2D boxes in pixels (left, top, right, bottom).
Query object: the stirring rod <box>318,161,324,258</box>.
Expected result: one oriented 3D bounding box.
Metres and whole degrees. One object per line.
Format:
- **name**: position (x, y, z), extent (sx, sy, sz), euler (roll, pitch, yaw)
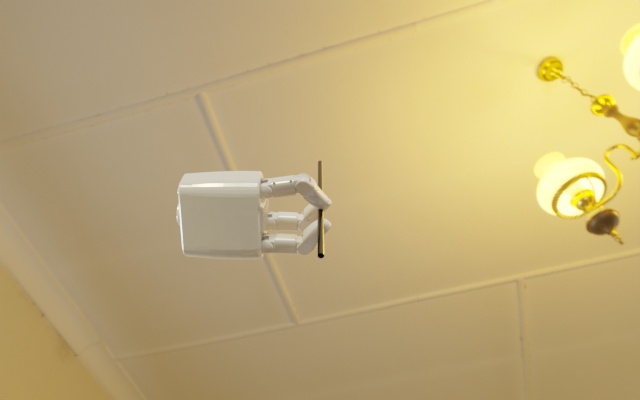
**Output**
- **stirring rod**: position (0.000, 0.002, 0.662), extent (0.011, 0.011, 0.239), euler (0, 31, 0)
